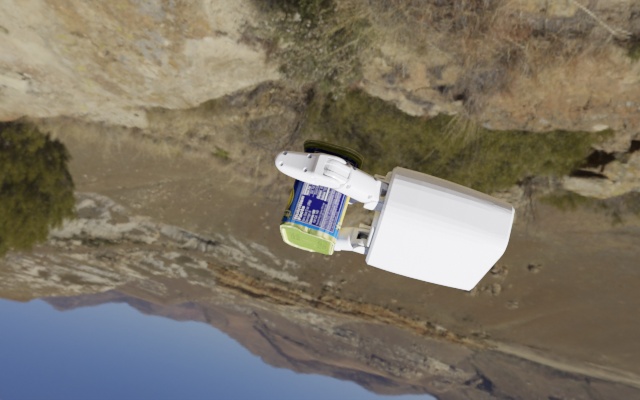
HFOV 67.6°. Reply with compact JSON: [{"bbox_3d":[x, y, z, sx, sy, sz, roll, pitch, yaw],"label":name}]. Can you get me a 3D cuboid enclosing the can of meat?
[{"bbox_3d":[0.000,0.002,0.456,0.057,0.084,0.102,17,-14,4],"label":"can of meat"}]
